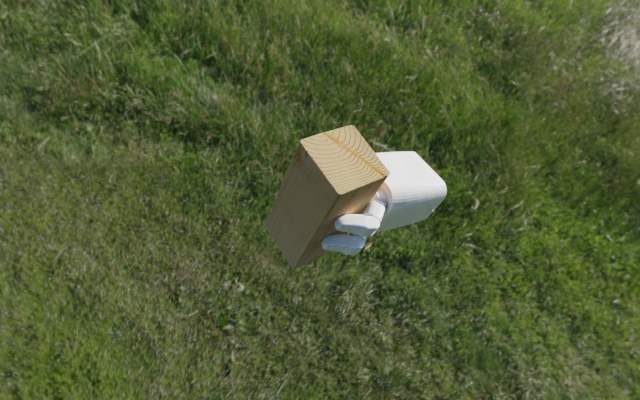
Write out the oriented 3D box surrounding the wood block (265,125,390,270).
[{"bbox_3d":[0.000,0.002,0.676,0.090,0.090,0.206,-22,-23,-32],"label":"wood block"}]
